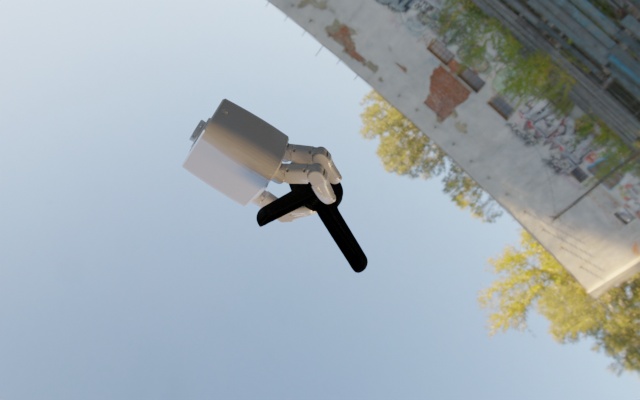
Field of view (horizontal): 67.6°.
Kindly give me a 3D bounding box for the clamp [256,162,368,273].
[{"bbox_3d":[-0.001,0.002,0.675,0.164,0.036,0.209,33,33,-17],"label":"clamp"}]
